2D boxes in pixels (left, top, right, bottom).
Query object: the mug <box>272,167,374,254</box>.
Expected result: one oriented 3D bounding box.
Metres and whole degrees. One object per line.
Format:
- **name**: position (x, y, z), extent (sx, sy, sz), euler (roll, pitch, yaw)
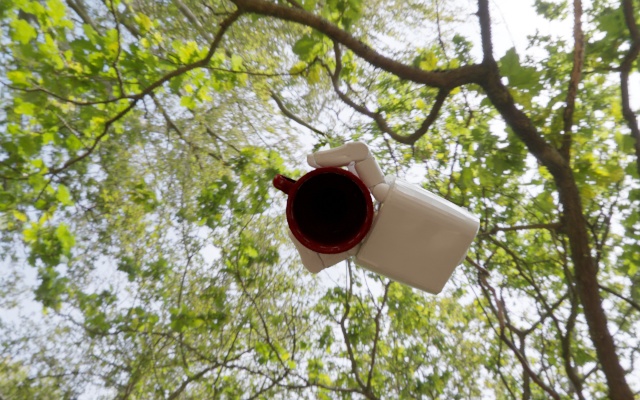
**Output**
- **mug**: position (-0.001, 0.001, 0.540), extent (0.117, 0.093, 0.081), euler (24, 7, -1)
